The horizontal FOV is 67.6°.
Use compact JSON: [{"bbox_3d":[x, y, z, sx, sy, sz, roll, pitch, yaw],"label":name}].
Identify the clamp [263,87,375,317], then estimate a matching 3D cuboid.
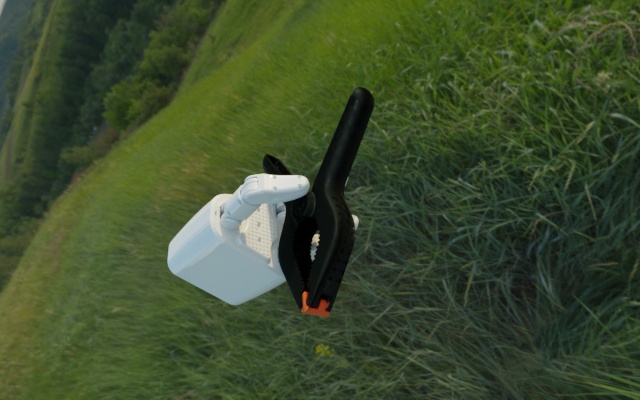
[{"bbox_3d":[-0.001,0.002,0.456,0.036,0.209,0.165,20,-41,-35],"label":"clamp"}]
